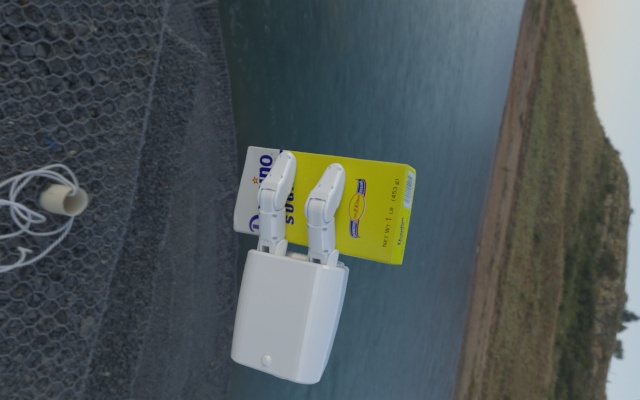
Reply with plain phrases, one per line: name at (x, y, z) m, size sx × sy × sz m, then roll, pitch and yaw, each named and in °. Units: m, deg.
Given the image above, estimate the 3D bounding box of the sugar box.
sugar box at (0.000, 0.002, 0.476) m, size 0.176 × 0.093 × 0.048 m, roll 9°, pitch -4°, yaw 24°
